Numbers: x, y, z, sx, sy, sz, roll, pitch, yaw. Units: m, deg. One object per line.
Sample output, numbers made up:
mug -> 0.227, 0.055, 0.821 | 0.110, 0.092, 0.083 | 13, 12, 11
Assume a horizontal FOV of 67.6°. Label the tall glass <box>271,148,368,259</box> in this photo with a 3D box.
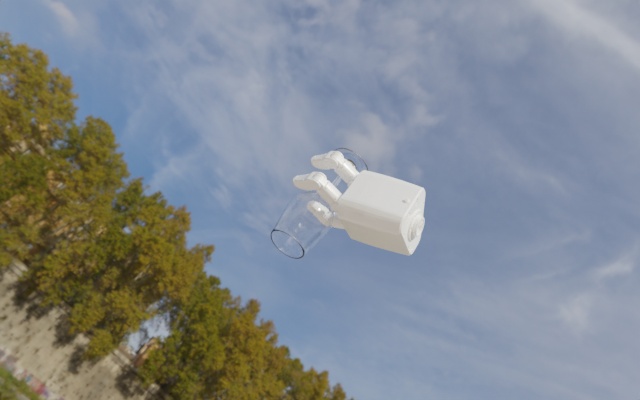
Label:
tall glass -> 0.000, 0.002, 0.780 | 0.079, 0.079, 0.201 | 0, 41, 43
